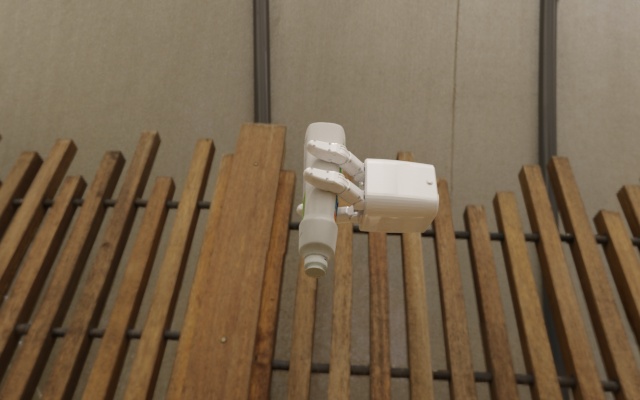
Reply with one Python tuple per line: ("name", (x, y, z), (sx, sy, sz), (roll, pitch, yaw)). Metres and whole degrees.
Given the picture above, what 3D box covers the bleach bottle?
("bleach bottle", (0.000, 0.002, 0.715), (0.068, 0.250, 0.103), (3, -37, 1))
